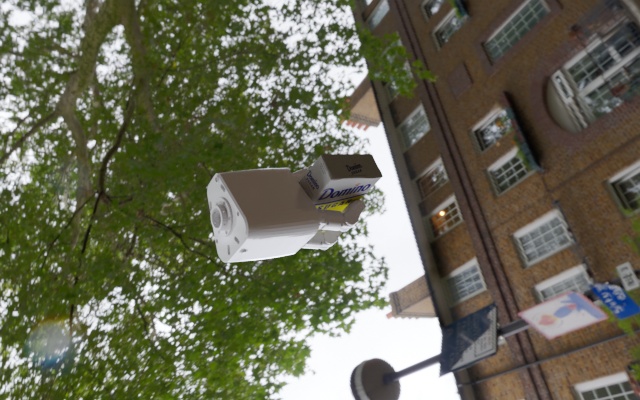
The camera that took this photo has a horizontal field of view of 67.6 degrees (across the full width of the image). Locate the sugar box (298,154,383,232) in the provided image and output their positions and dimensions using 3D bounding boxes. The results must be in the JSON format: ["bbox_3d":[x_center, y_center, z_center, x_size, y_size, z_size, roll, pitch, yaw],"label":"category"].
[{"bbox_3d":[0.000,0.003,0.680,0.093,0.048,0.176,-5,-28,-38],"label":"sugar box"}]
